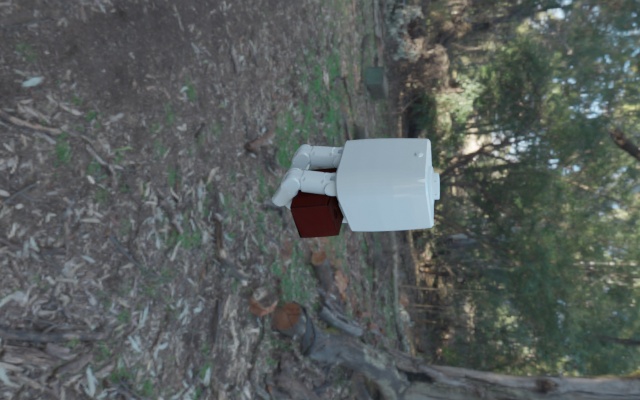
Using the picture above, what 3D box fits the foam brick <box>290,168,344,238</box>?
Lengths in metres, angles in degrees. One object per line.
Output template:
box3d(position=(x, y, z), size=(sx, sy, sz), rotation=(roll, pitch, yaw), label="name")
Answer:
box3d(position=(0.000, 0.002, 0.607), size=(0.051, 0.053, 0.078), rotation=(-3, 41, 18), label="foam brick")
